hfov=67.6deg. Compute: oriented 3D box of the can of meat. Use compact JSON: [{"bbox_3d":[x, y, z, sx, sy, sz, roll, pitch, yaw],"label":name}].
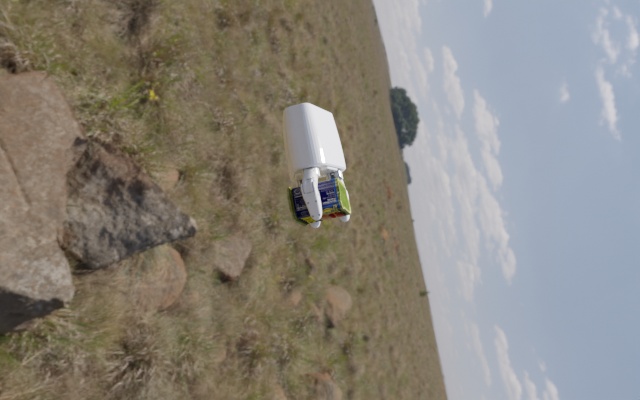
[{"bbox_3d":[0.000,0.003,0.788,0.084,0.057,0.102,-13,-12,10],"label":"can of meat"}]
